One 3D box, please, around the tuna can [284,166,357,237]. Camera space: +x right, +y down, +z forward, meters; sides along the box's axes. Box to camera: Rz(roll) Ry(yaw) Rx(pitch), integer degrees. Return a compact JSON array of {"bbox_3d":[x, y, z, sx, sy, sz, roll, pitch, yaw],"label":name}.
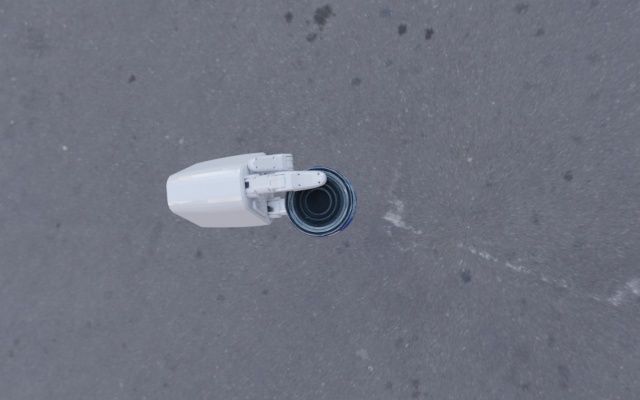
[{"bbox_3d":[0.000,0.002,0.580,0.086,0.086,0.034,0,-3,12],"label":"tuna can"}]
